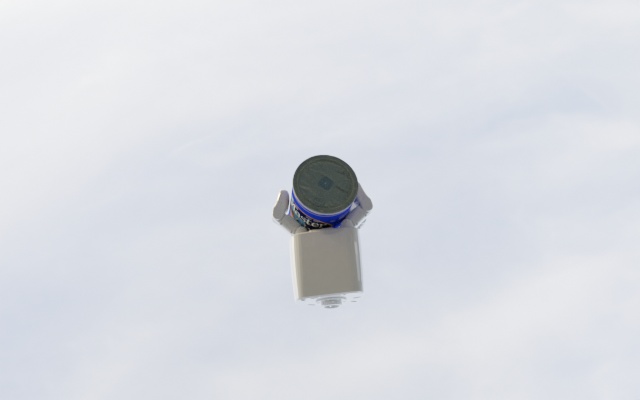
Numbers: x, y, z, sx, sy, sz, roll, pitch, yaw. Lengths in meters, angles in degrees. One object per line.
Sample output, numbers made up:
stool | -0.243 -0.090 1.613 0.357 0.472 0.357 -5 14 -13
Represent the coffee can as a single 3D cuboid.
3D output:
coffee can | 0.000 0.002 0.796 0.103 0.102 0.140 0 -25 -7
